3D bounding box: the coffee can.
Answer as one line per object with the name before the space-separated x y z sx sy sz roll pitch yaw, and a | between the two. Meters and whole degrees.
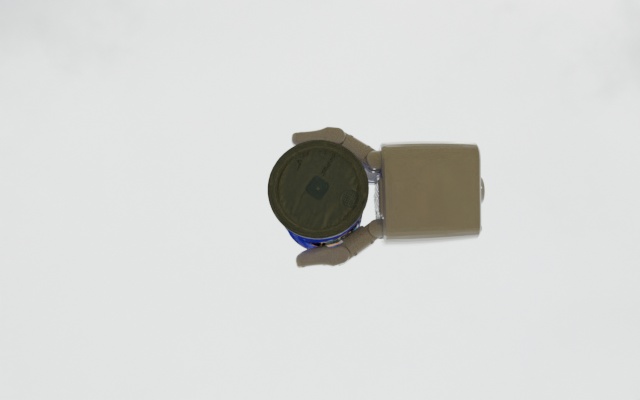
coffee can | 0.000 0.002 0.546 0.103 0.102 0.140 0 -12 2
